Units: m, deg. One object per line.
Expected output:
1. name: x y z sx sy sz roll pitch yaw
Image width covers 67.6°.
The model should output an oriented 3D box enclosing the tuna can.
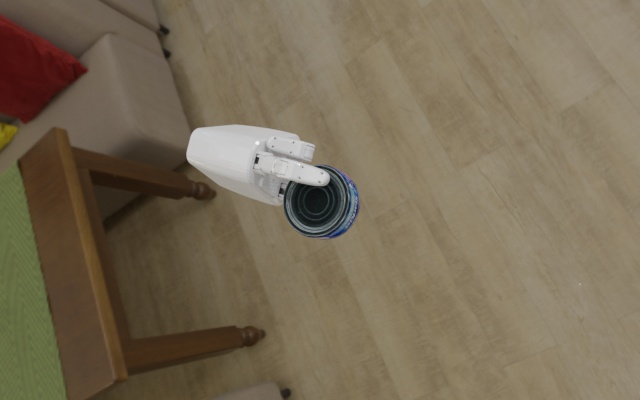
1. tuna can: 0.000 0.002 0.553 0.086 0.086 0.034 0 -7 23
